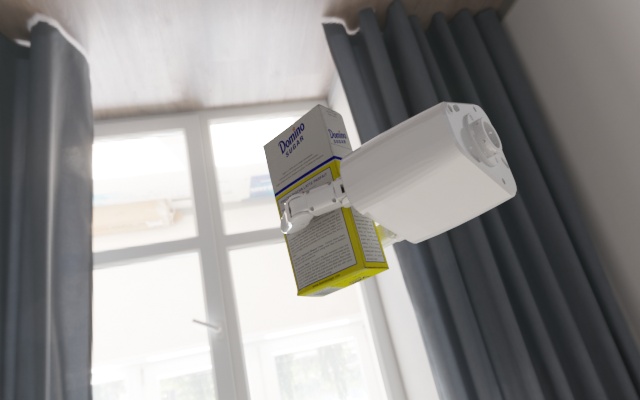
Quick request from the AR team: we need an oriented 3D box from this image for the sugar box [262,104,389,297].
[{"bbox_3d":[0.001,0.002,0.490,0.093,0.176,0.048,-30,-27,35],"label":"sugar box"}]
